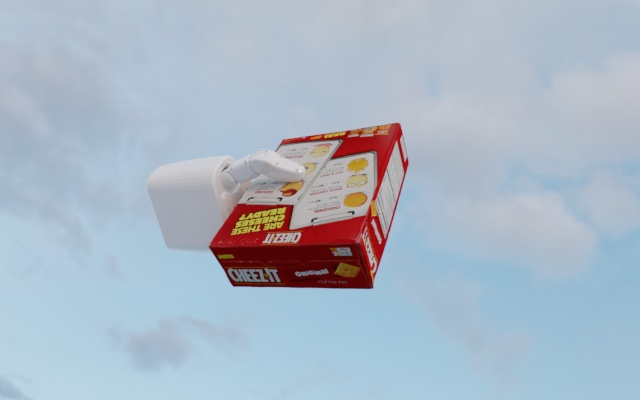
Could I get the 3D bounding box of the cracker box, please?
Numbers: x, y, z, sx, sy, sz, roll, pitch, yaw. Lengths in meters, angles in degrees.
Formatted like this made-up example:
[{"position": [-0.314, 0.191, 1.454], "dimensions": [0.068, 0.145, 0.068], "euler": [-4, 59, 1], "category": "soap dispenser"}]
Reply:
[{"position": [0.000, 0.002, 0.541], "dimensions": [0.164, 0.072, 0.213], "euler": [-4, 36, 25], "category": "cracker box"}]
